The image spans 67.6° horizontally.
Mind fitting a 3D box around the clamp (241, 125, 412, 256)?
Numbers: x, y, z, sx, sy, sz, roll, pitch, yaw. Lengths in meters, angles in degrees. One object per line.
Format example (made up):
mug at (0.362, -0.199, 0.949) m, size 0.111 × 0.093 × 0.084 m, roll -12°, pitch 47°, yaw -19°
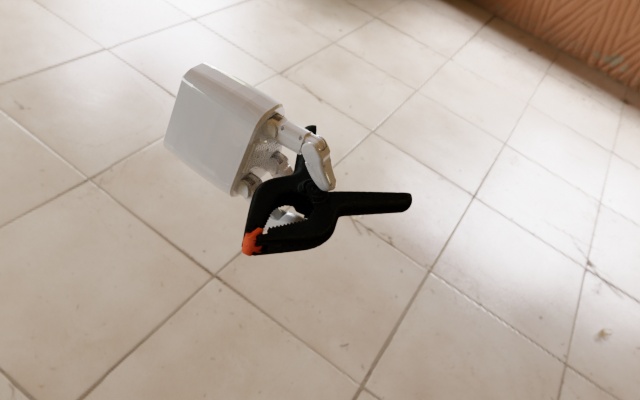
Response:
clamp at (0.000, 0.001, 0.522) m, size 0.164 × 0.036 × 0.210 m, roll 32°, pitch 44°, yaw 12°
